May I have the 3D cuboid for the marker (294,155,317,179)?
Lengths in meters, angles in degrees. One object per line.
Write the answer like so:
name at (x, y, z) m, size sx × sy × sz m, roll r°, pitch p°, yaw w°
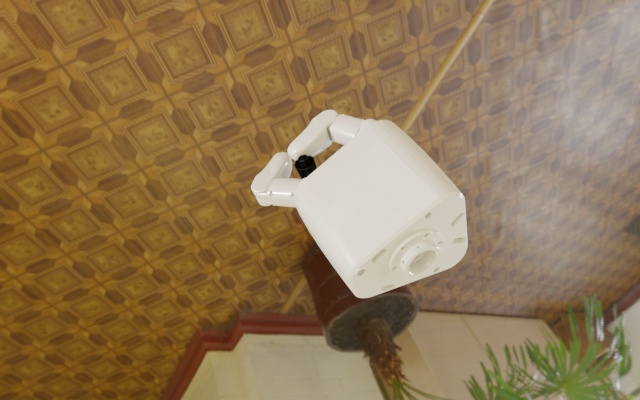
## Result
marker at (0.000, 0.001, 0.468) m, size 0.020 × 0.020 × 0.121 m, roll 0°, pitch -41°, yaw 20°
